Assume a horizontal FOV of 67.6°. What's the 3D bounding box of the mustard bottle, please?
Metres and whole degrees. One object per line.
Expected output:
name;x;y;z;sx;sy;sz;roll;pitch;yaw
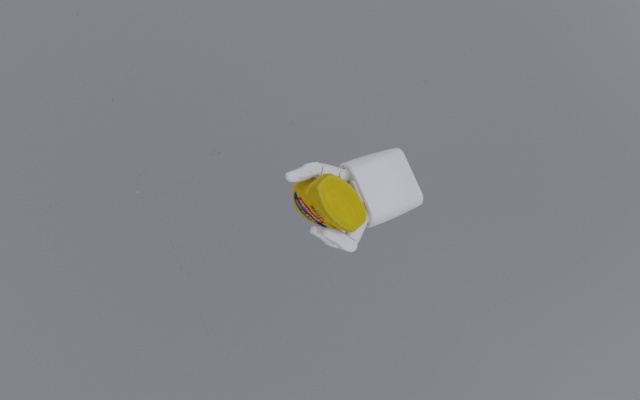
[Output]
mustard bottle;0.000;0.003;0.792;0.058;0.096;0.191;-45;15;-14
